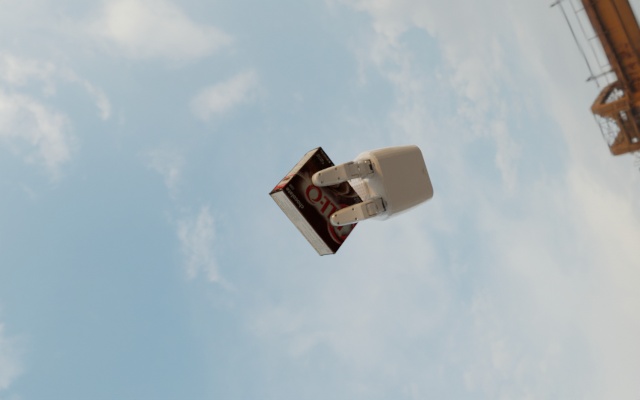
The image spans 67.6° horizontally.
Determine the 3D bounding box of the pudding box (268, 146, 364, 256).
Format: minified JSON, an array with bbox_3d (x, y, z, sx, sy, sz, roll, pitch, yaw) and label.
[{"bbox_3d":[0.000,0.002,0.621,0.039,0.113,0.090,-20,25,51],"label":"pudding box"}]
